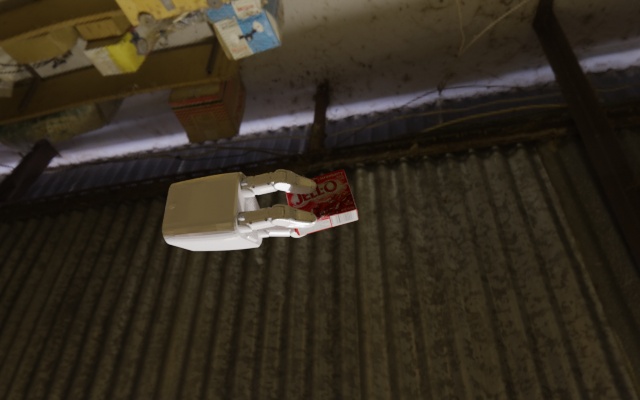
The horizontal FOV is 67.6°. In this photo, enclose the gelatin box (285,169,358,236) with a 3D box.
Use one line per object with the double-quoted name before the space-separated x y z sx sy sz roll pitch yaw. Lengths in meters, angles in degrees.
"gelatin box" 0.001 0.002 0.662 0.089 0.073 0.030 -15 -36 0
